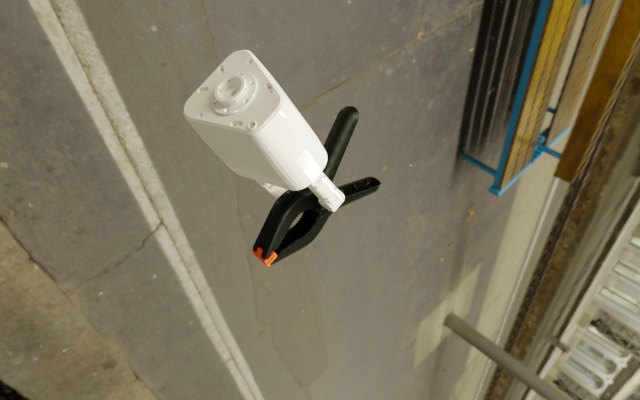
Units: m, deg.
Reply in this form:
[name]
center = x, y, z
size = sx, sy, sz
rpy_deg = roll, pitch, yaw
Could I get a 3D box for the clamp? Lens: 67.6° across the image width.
[clamp]
center = 0.000, 0.003, 0.613
size = 0.036, 0.210, 0.165
rpy_deg = 35, -9, 34
